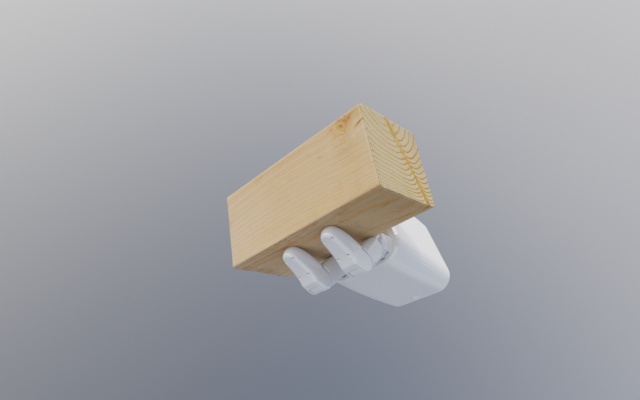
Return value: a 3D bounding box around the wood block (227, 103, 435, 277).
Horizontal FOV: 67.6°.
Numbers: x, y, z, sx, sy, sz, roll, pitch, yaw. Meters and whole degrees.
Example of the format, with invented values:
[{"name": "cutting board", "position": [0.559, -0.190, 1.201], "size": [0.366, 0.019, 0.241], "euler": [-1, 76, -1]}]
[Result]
[{"name": "wood block", "position": [0.000, 0.001, 0.504], "size": [0.206, 0.090, 0.090], "euler": [-31, -33, 35]}]
